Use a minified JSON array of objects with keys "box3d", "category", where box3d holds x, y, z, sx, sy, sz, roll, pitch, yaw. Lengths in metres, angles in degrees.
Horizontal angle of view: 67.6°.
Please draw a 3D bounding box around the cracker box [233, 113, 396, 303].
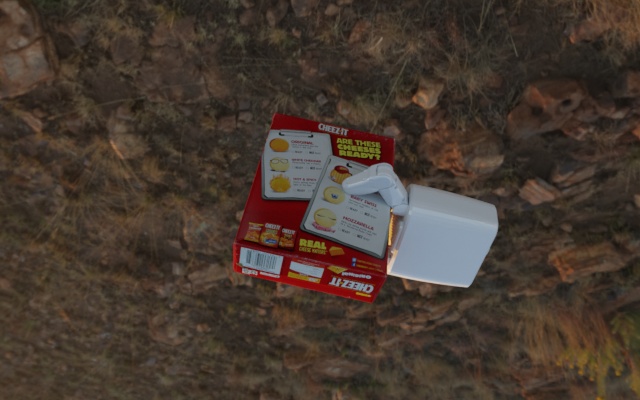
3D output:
[{"box3d":[0.000,0.002,0.577,0.164,0.213,0.072,12,-41,-2],"category":"cracker box"}]
